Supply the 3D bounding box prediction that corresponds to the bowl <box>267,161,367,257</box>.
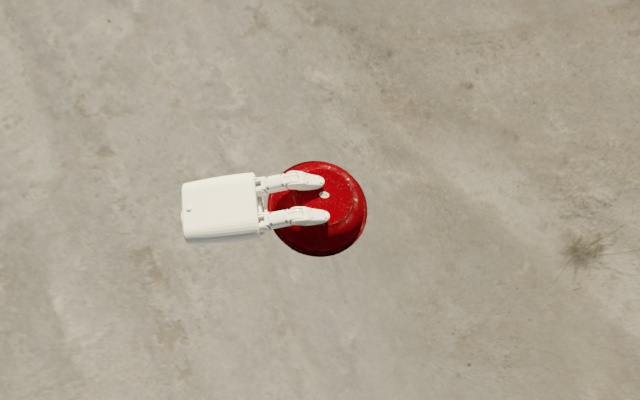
[{"bbox_3d":[0.001,0.002,0.735,0.162,0.162,0.055,0,-20,-10],"label":"bowl"}]
